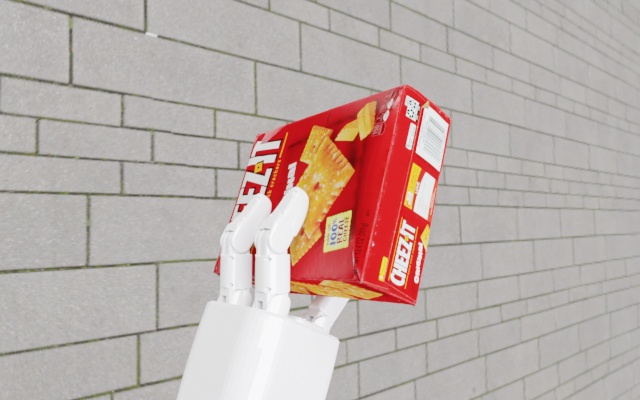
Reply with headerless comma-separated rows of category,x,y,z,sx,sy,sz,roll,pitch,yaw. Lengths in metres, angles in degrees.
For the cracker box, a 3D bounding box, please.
cracker box,0.000,0.001,0.437,0.072,0.164,0.214,29,-23,-35
